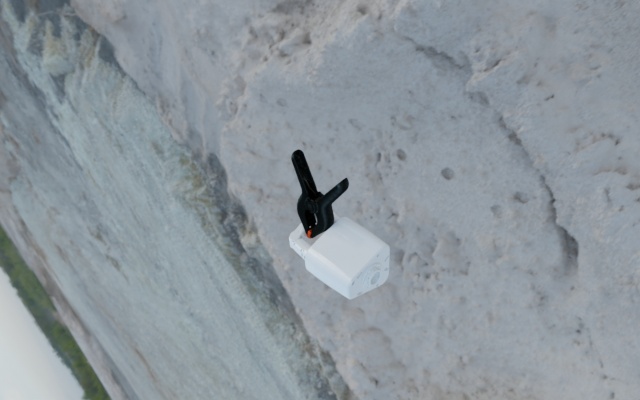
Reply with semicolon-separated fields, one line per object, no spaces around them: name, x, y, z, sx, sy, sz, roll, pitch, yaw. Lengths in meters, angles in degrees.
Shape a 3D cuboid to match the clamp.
clamp;0.000;0.003;0.833;0.039;0.172;0.120;-31;44;-30
